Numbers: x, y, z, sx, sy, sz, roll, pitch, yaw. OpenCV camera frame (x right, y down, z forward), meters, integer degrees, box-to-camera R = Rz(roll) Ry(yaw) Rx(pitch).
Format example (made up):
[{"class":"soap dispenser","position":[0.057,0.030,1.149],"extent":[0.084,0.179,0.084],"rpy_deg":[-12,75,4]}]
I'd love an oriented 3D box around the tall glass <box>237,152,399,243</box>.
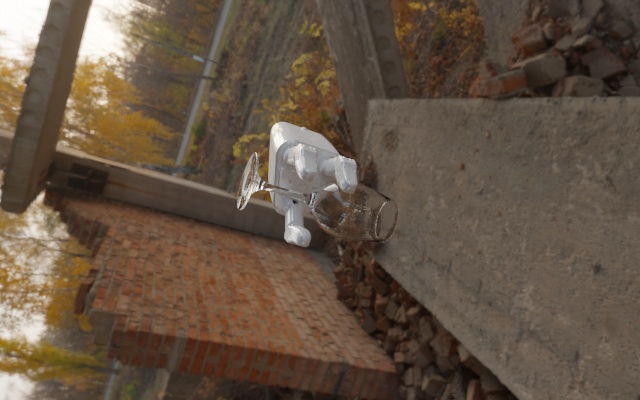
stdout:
[{"class":"tall glass","position":[-0.001,0.002,0.617],"extent":[0.201,0.079,0.079],"rpy_deg":[16,-6,-20]}]
